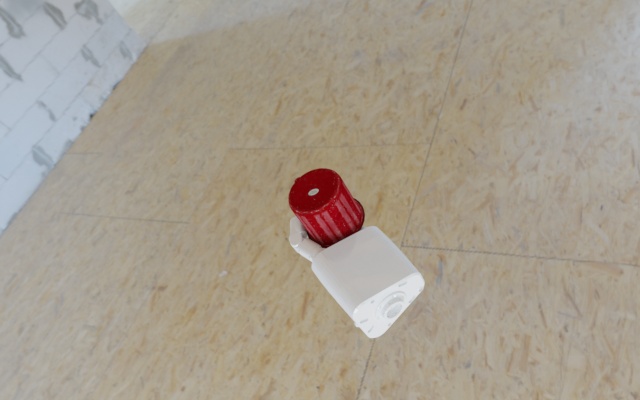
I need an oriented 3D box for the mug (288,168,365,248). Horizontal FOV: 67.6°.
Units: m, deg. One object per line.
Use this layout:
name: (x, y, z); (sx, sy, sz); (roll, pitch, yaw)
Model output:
mug: (-0.001, 0.001, 0.688); (0.117, 0.093, 0.081); (45, -8, 44)
